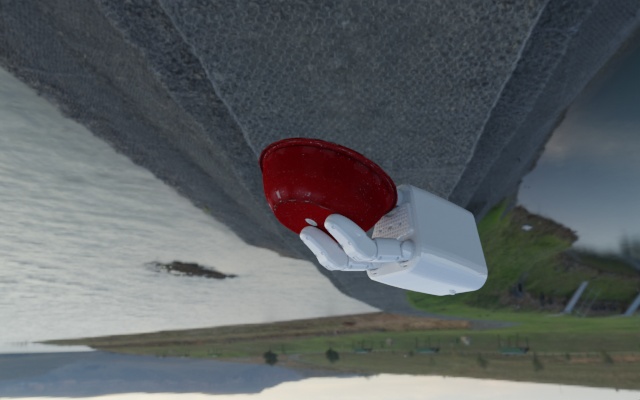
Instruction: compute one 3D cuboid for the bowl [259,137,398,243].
[{"bbox_3d":[-0.001,0.002,0.525,0.162,0.055,0.162,15,-27,8],"label":"bowl"}]
